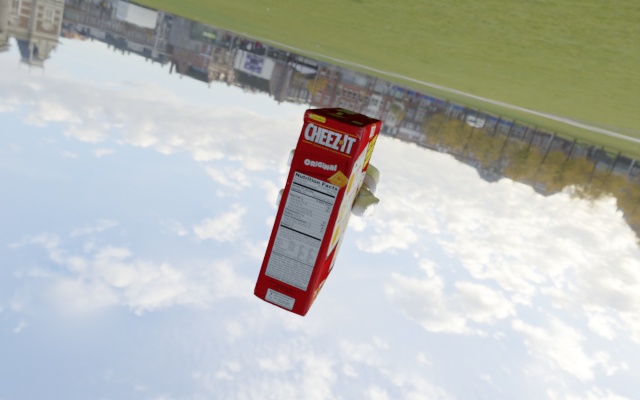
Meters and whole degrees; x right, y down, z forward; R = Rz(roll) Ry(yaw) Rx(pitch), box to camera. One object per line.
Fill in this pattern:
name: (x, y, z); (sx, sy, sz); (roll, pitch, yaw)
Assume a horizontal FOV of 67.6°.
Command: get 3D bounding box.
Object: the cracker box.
cracker box: (0.000, 0.002, 0.561); (0.072, 0.214, 0.164); (19, 15, 8)
